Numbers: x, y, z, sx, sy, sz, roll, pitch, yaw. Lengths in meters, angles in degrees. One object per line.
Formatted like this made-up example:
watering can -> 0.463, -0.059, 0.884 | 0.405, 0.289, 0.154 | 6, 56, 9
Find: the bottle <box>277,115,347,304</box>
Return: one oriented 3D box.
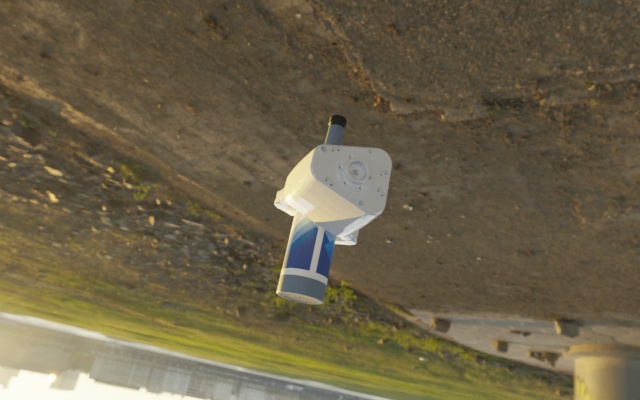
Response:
bottle -> 0.000, 0.003, 0.718 | 0.069, 0.295, 0.069 | 11, -21, 4
